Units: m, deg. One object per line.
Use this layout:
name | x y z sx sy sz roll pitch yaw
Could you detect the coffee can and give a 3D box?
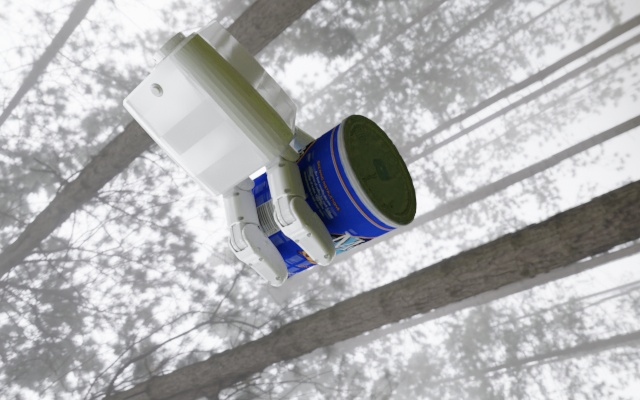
coffee can | 0.000 0.001 0.433 0.140 0.102 0.103 -29 -16 32
